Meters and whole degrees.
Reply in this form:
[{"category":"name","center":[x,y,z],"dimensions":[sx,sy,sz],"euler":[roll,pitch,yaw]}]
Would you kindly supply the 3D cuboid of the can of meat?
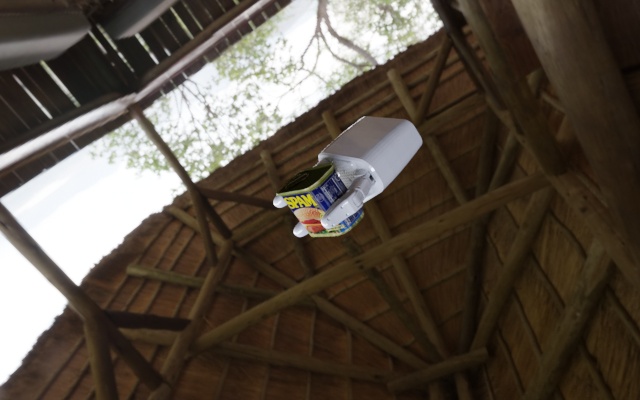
[{"category":"can of meat","center":[0.000,0.002,0.658],"dimensions":[0.057,0.084,0.102],"euler":[-46,21,-29]}]
